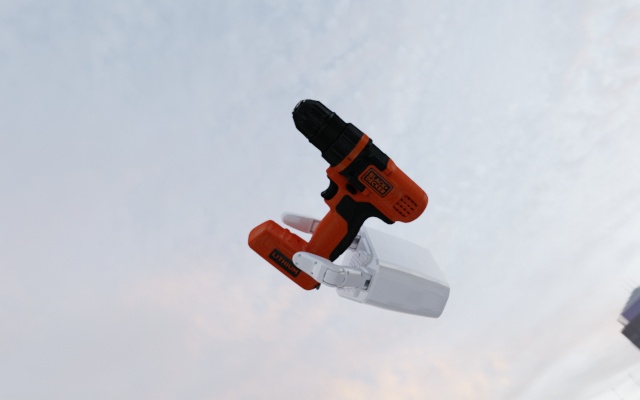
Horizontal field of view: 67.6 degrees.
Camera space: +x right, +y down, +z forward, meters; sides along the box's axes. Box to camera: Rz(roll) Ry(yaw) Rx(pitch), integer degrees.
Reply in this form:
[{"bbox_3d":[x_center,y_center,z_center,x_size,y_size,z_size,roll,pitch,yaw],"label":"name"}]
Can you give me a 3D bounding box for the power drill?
[{"bbox_3d":[0.000,0.002,0.550,0.184,0.188,0.057,40,22,-9],"label":"power drill"}]
